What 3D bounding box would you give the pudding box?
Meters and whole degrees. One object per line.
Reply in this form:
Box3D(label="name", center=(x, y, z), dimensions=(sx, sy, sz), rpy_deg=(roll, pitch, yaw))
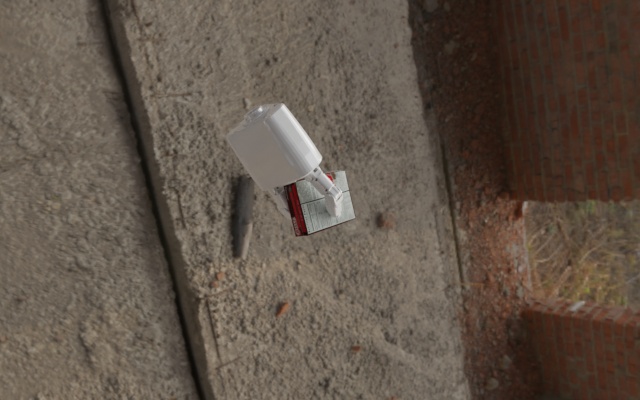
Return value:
Box3D(label="pudding box", center=(0.000, 0.002, 0.784), dimensions=(0.113, 0.090, 0.039), rpy_deg=(-16, 5, -37))
